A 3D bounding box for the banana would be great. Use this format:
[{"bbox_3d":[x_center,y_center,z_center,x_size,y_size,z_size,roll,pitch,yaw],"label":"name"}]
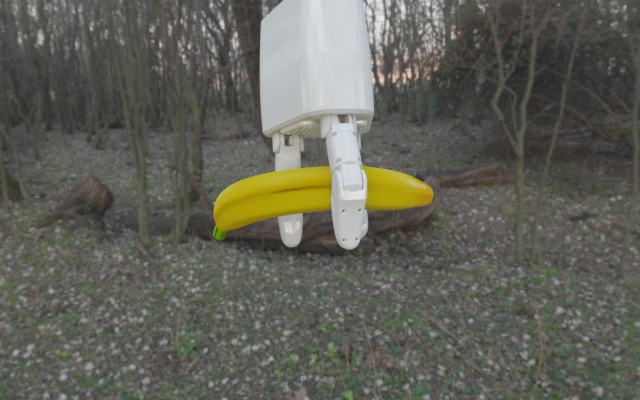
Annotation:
[{"bbox_3d":[-0.007,-0.003,0.394,0.198,0.037,0.070,-8,-18,9],"label":"banana"}]
